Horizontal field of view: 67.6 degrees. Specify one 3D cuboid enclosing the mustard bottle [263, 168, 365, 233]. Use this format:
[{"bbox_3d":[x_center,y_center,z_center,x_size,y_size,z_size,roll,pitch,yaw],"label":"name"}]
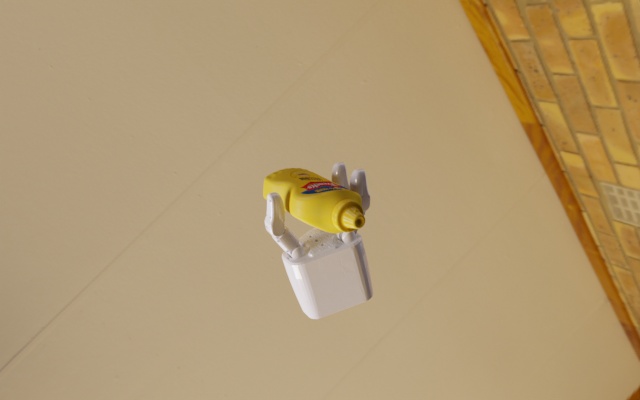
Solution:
[{"bbox_3d":[0.000,0.002,0.652,0.096,0.058,0.191,-1,16,-30],"label":"mustard bottle"}]
